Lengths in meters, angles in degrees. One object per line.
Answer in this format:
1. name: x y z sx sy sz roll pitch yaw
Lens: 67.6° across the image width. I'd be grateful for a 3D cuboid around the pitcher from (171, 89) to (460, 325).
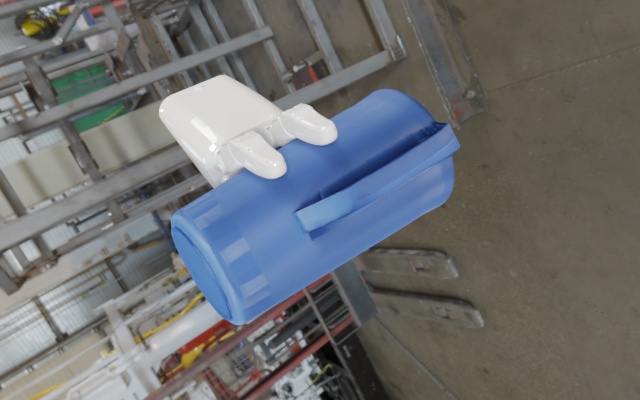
1. pitcher: 0.000 0.001 0.428 0.242 0.149 0.145 -32 53 -25
